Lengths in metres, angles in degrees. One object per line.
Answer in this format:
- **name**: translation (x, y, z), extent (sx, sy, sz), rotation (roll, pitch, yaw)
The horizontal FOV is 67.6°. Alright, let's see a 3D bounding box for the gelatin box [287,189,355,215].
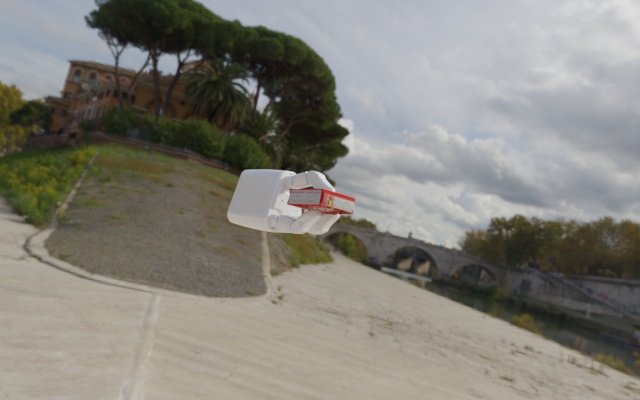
- **gelatin box**: translation (0.000, 0.002, 0.785), extent (0.073, 0.030, 0.089), rotation (16, -11, -40)
